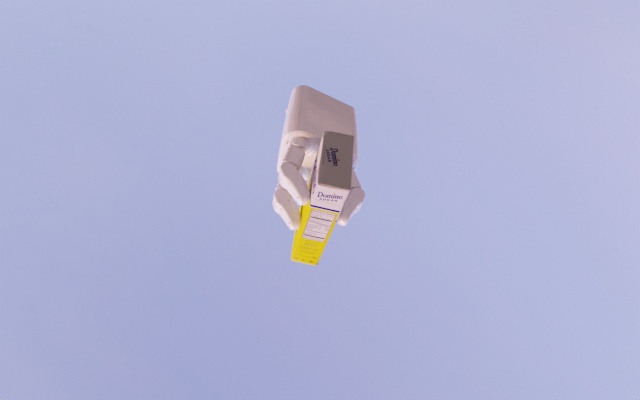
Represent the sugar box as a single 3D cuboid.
[{"bbox_3d":[0.000,0.002,0.630,0.048,0.093,0.176,10,-39,-5],"label":"sugar box"}]
